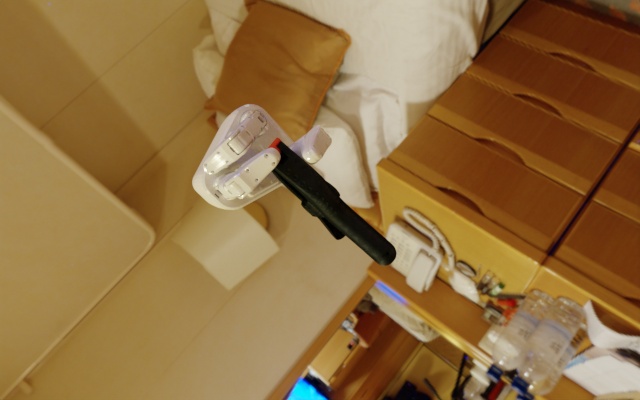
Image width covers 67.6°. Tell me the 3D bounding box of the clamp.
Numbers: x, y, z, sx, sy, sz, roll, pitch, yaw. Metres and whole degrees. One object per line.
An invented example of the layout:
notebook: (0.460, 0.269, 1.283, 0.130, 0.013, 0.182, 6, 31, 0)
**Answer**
clamp: (0.000, 0.002, 0.515, 0.171, 0.039, 0.120, 46, -16, -17)
